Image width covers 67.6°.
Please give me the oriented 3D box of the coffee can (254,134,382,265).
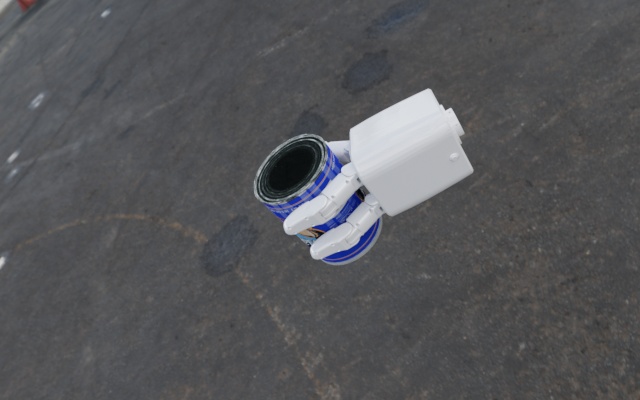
[{"bbox_3d":[0.000,0.002,0.593,0.103,0.102,0.140,0,-35,40],"label":"coffee can"}]
